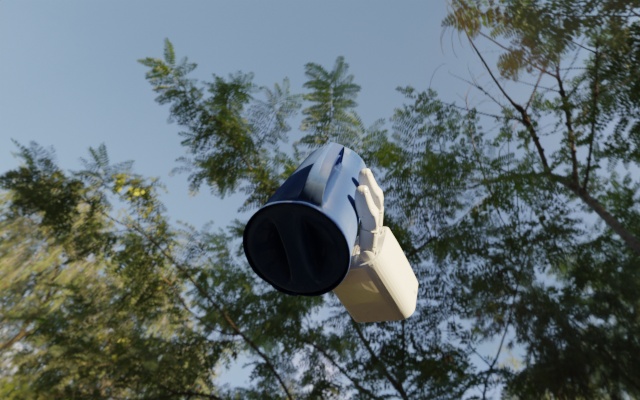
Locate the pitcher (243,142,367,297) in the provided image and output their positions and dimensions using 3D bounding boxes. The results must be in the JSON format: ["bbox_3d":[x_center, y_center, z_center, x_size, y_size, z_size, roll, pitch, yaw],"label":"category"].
[{"bbox_3d":[0.000,0.002,0.659,0.149,0.145,0.242,-25,18,25],"label":"pitcher"}]
